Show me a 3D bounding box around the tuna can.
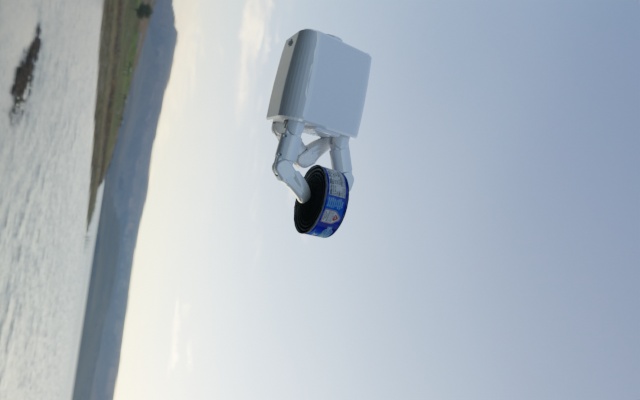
[{"bbox_3d":[0.001,0.002,0.580,0.034,0.086,0.086,14,-6,-24],"label":"tuna can"}]
